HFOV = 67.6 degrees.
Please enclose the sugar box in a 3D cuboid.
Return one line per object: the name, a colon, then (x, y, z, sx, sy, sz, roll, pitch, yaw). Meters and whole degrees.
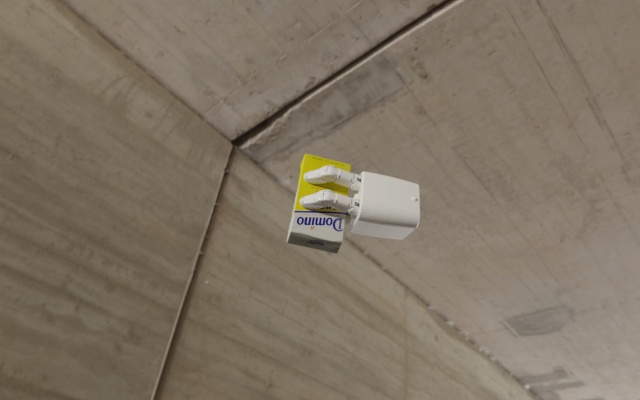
sugar box: (0.000, 0.002, 0.855, 0.093, 0.176, 0.048, 12, -39, -6)
